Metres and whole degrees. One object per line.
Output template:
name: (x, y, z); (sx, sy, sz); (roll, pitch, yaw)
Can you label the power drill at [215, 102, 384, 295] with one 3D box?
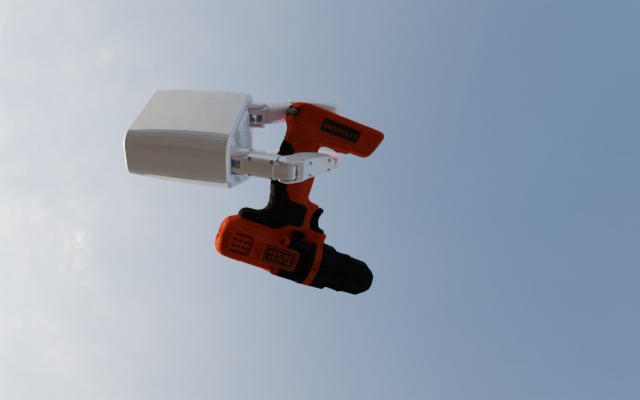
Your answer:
power drill: (0.000, 0.001, 0.520); (0.184, 0.187, 0.057); (20, 4, -18)
